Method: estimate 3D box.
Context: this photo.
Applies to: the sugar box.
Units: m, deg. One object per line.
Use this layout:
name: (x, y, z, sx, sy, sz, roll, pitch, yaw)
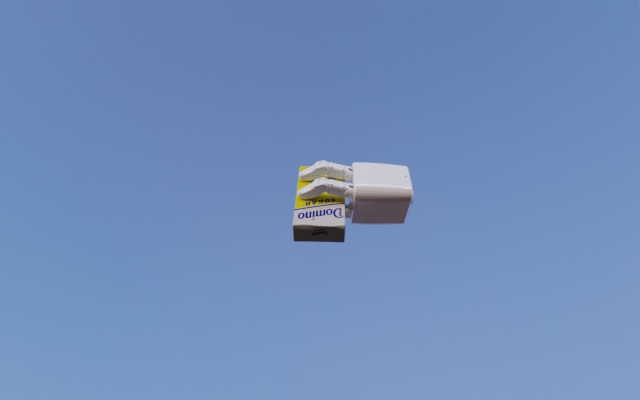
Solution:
sugar box: (0.000, 0.002, 0.890, 0.093, 0.048, 0.176, 1, 37, 1)
